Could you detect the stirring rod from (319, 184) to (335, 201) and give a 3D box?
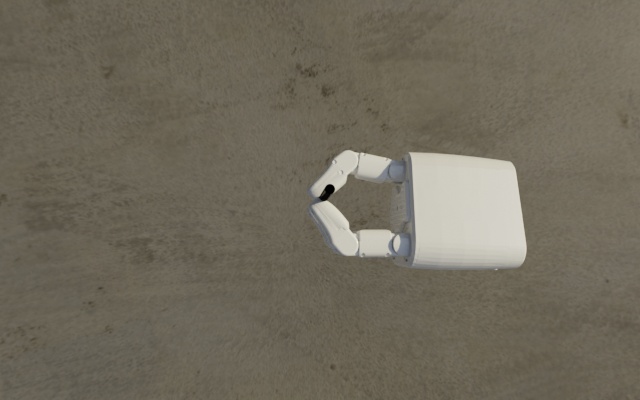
[{"bbox_3d":[0.000,0.002,0.482,0.011,0.011,0.239,0,-5,-3],"label":"stirring rod"}]
